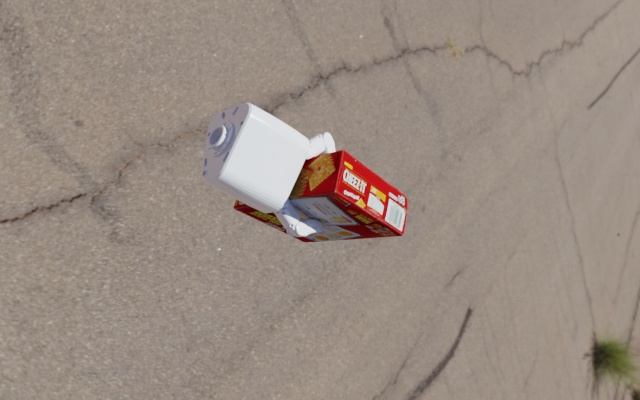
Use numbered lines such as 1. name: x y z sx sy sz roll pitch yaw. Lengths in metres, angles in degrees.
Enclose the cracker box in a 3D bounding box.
1. cracker box: 0.000 0.003 0.731 0.214 0.072 0.164 -8 -28 43
